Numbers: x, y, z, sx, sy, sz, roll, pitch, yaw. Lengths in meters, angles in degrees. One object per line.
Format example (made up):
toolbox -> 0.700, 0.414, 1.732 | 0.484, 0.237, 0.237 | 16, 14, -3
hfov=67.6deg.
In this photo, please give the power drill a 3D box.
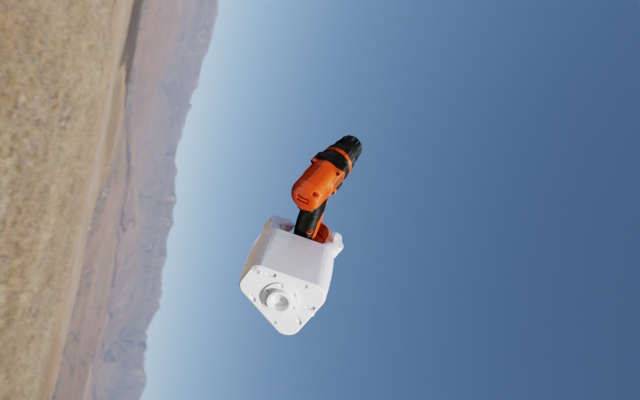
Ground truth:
power drill -> 0.000, 0.003, 0.747 | 0.057, 0.188, 0.184 | 26, 40, 15
